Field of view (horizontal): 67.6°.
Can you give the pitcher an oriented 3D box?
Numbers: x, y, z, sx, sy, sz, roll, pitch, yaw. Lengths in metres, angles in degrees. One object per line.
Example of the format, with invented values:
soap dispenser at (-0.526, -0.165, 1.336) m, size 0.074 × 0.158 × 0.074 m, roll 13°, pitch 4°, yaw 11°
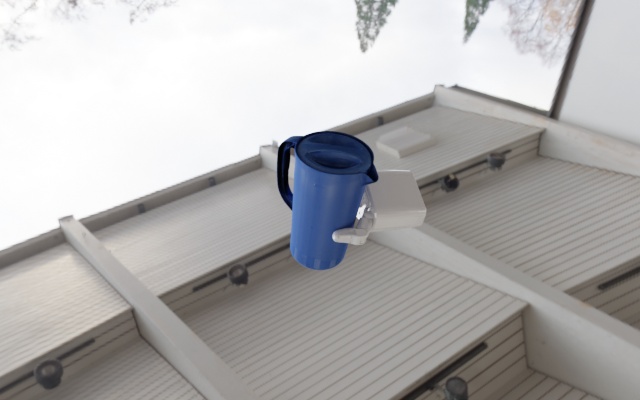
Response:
pitcher at (0.000, 0.003, 0.862) m, size 0.145 × 0.243 × 0.149 m, roll -4°, pitch 40°, yaw -17°
